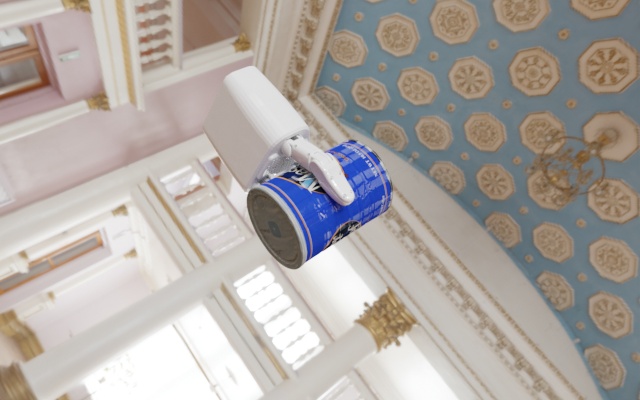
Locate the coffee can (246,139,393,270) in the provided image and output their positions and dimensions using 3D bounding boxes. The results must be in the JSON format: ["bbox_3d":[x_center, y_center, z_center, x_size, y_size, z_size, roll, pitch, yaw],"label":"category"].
[{"bbox_3d":[0.000,0.002,0.560,0.140,0.103,0.103,-30,16,-29],"label":"coffee can"}]
